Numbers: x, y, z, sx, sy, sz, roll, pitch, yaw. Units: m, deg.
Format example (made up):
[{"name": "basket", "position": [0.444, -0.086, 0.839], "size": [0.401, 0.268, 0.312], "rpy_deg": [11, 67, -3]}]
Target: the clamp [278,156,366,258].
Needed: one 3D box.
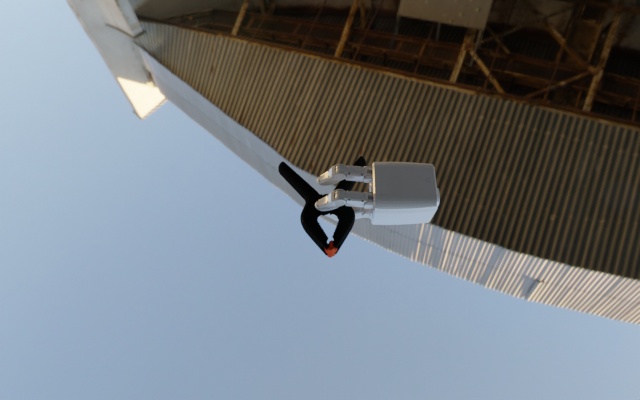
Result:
[{"name": "clamp", "position": [0.000, 0.004, 0.850], "size": [0.164, 0.209, 0.036], "rpy_deg": [1, -36, 3]}]
